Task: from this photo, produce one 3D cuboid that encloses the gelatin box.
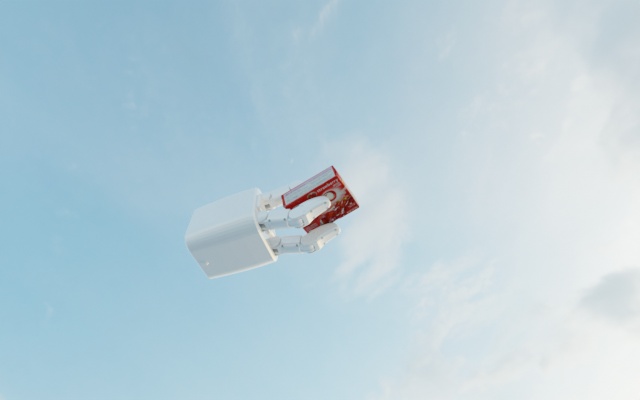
[{"bbox_3d":[0.000,0.002,0.682,0.089,0.030,0.073,-31,-50,9],"label":"gelatin box"}]
